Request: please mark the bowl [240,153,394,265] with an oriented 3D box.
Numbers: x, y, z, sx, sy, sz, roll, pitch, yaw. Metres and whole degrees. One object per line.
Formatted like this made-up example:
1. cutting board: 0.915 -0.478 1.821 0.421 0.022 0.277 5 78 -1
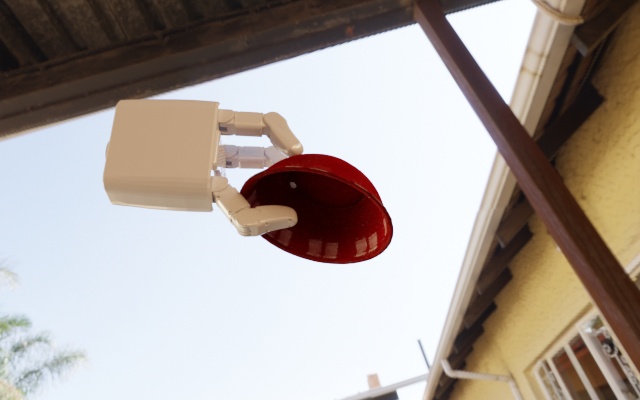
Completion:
1. bowl: 0.001 0.002 0.500 0.162 0.055 0.162 11 -37 9
